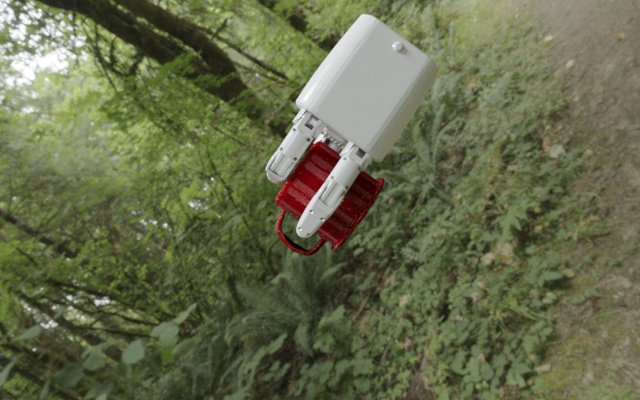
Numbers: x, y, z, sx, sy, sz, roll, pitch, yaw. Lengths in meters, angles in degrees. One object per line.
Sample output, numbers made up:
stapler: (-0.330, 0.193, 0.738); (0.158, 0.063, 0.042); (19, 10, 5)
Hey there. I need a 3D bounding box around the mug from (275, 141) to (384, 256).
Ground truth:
mug: (-0.001, 0.003, 0.500); (0.081, 0.117, 0.093); (35, -1, -3)
